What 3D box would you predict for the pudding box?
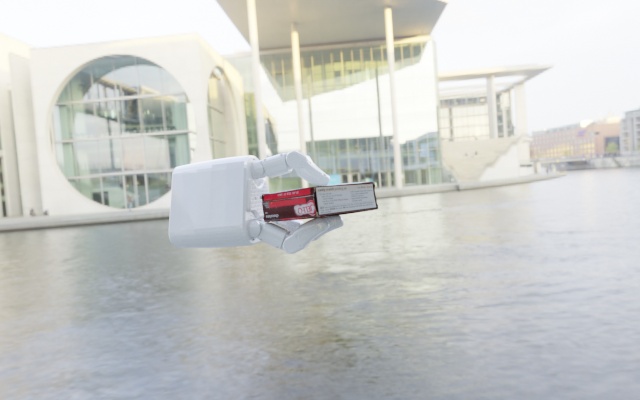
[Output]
[{"bbox_3d":[0.000,0.002,0.573,0.090,0.039,0.113,-6,2,43],"label":"pudding box"}]
